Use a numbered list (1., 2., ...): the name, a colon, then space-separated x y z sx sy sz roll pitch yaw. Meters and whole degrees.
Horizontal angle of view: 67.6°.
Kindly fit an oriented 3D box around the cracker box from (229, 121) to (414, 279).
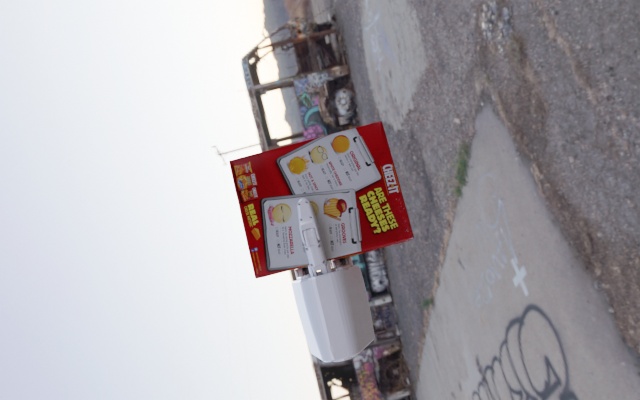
1. cracker box: 0.000 0.002 0.655 0.214 0.164 0.072 -14 -7 2
